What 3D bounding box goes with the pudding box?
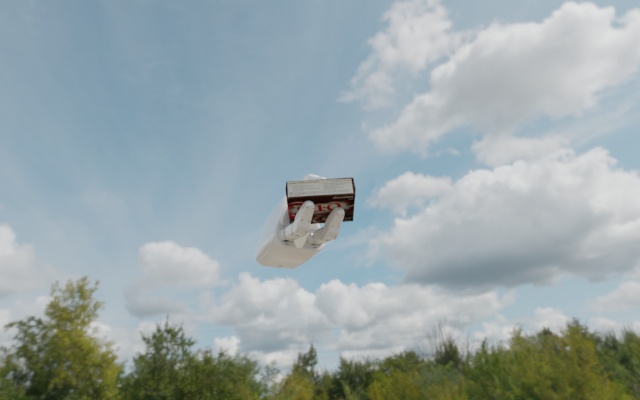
[{"bbox_3d":[0.000,0.002,0.797,0.113,0.039,0.090,-6,-30,-2],"label":"pudding box"}]
